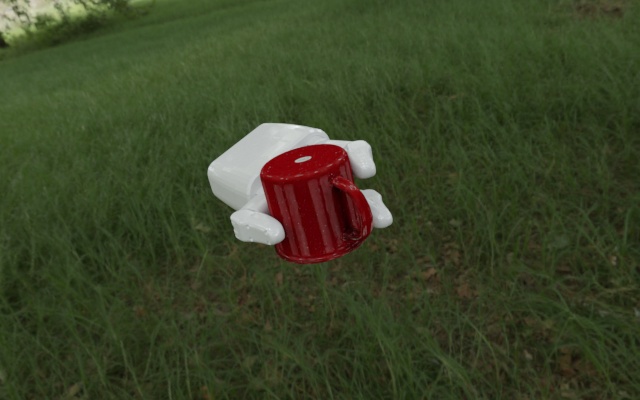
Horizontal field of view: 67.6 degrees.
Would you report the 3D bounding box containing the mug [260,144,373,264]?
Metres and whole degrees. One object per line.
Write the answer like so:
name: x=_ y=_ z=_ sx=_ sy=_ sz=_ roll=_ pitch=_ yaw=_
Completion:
mug: x=0.001 y=0.002 z=0.429 sx=0.093 sy=0.081 sz=0.117 roll=-29 pitch=28 yaw=-30
